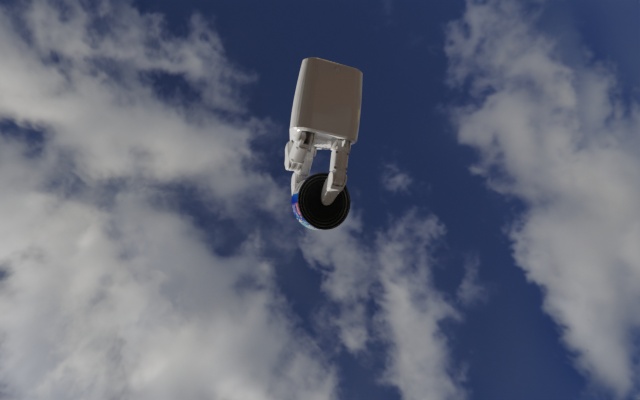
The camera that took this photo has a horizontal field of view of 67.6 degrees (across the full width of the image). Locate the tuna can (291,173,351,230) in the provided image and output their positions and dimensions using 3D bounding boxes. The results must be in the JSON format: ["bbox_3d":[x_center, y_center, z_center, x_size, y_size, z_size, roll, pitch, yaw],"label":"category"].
[{"bbox_3d":[0.000,0.002,0.723,0.086,0.086,0.034,0,-5,-23],"label":"tuna can"}]
